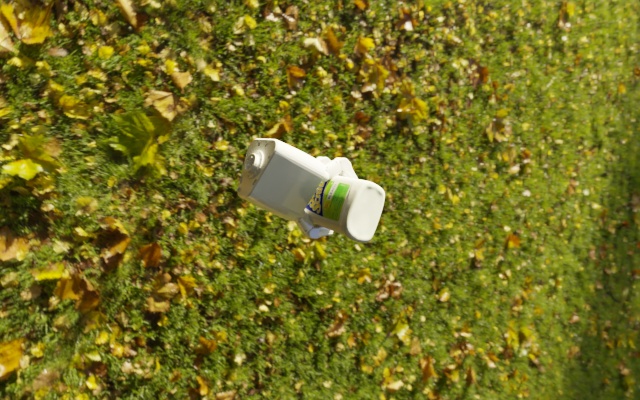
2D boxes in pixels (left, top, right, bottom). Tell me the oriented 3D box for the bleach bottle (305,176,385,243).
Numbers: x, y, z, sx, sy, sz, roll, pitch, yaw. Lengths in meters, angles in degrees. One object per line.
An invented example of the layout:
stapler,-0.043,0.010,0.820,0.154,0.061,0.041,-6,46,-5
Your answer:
bleach bottle,0.000,0.003,0.863,0.068,0.102,0.251,25,-9,-37
